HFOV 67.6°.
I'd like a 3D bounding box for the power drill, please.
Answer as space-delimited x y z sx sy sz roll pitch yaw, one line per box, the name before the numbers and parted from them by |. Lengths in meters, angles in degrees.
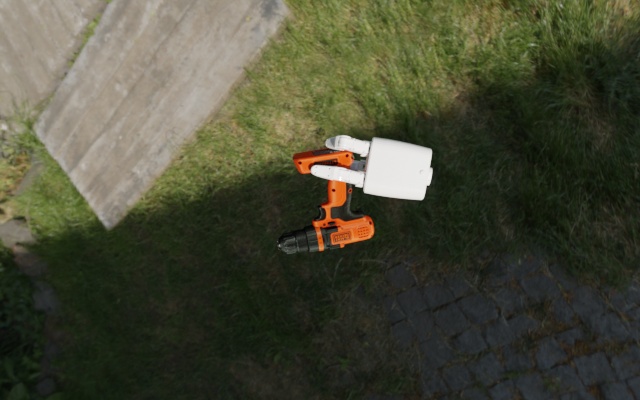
power drill | 0.000 0.002 0.874 0.184 0.188 0.057 -12 22 -9
